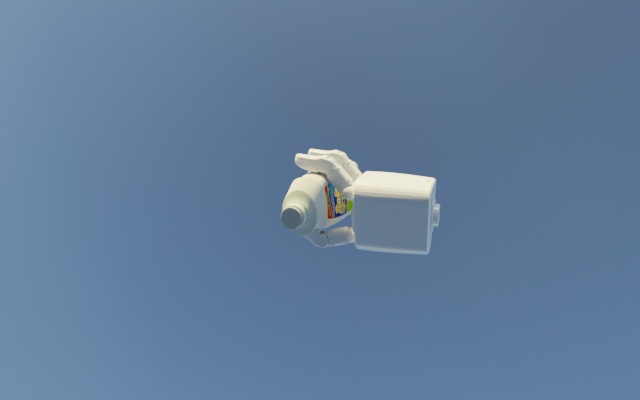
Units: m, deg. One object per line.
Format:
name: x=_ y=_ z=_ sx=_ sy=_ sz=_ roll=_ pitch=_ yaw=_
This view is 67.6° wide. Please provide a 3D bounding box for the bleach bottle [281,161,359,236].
bleach bottle: x=0.000 y=0.002 z=0.718 sx=0.068 sy=0.102 sz=0.250 roll=6 pitch=15 yaw=17
